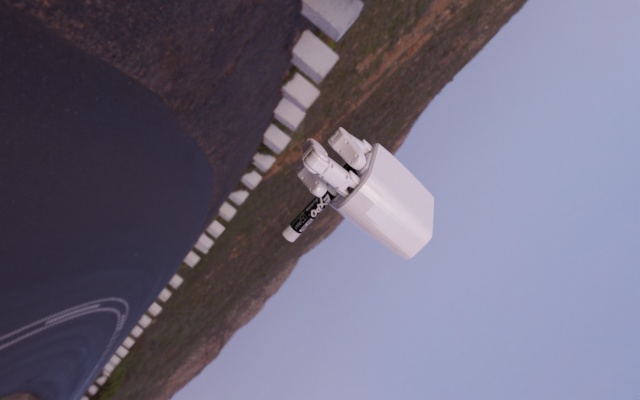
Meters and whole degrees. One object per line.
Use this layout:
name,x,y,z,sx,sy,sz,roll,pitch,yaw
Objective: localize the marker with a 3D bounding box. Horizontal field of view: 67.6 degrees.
marker,0.000,0.002,0.560,0.121,0.020,0.020,-47,-17,17
